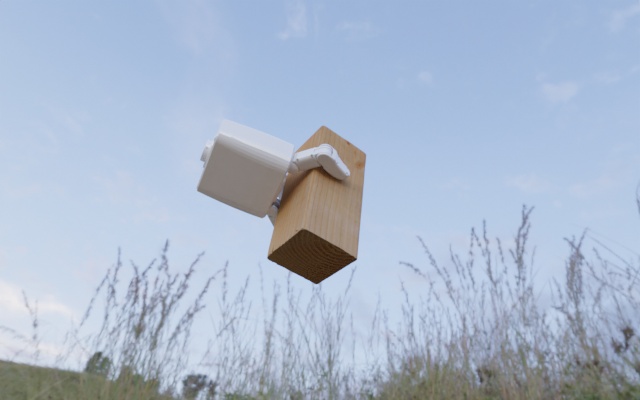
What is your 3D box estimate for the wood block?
[{"bbox_3d":[0.000,0.002,0.693,0.090,0.206,0.091,31,-47,-22],"label":"wood block"}]
